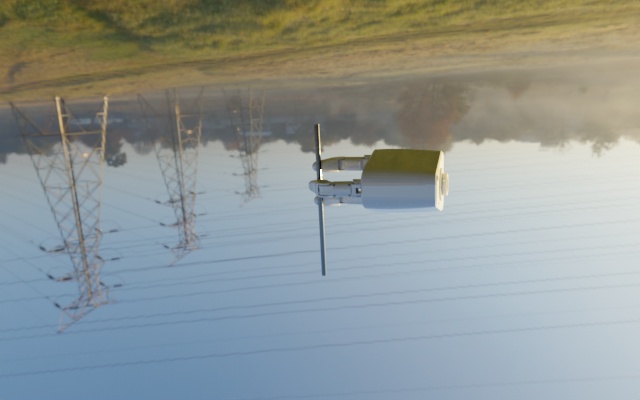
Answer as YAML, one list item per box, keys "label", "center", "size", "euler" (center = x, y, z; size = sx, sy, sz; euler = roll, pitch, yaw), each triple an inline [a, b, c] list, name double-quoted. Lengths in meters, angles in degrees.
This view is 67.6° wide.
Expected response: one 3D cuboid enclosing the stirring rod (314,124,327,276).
- label: "stirring rod"
  center: [0.000, 0.002, 0.746]
  size: [0.011, 0.239, 0.011]
  euler: [-3, 11, 1]
